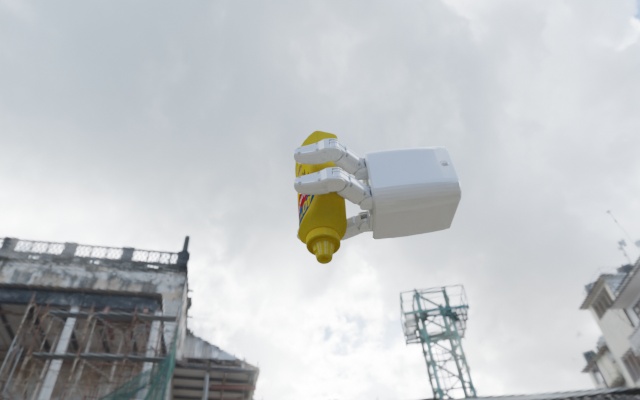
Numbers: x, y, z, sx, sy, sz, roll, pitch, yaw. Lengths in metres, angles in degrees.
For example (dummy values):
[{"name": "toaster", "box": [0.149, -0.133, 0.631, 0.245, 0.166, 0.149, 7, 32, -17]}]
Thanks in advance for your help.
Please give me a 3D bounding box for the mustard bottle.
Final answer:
[{"name": "mustard bottle", "box": [0.000, 0.002, 0.614, 0.058, 0.096, 0.191, 12, 42, -15]}]
